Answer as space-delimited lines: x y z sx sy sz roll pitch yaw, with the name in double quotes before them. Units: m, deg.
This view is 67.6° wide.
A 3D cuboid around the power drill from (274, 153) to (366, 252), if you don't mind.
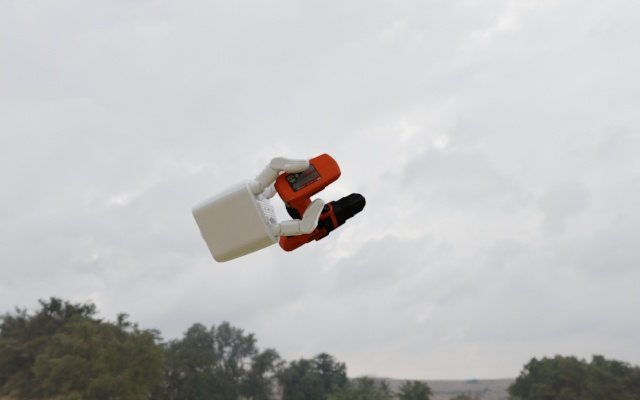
"power drill" 0.000 0.003 0.829 0.184 0.057 0.188 -29 -31 -13
